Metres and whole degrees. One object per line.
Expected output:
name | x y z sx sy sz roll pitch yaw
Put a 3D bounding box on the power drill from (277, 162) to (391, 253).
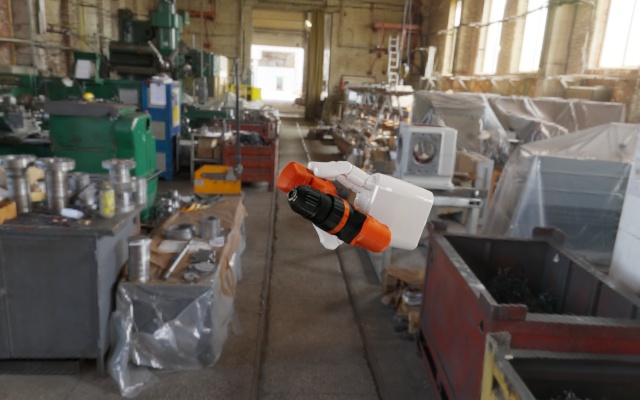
power drill | 0.000 0.002 0.730 0.184 0.057 0.187 30 8 -34
